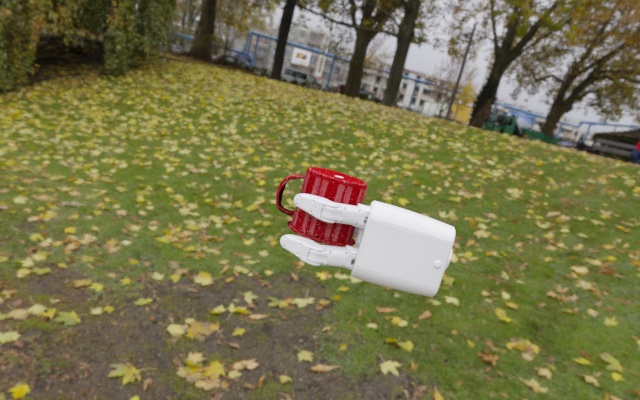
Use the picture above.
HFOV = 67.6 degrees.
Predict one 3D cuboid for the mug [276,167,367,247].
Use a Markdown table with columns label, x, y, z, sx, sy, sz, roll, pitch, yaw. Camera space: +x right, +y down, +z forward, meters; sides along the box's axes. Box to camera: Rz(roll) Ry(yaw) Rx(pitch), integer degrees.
| label | x | y | z | sx | sy | sz | roll | pitch | yaw |
| --- | --- | --- | --- | --- | --- | --- | --- | --- | --- |
| mug | -0.001 | 0.001 | 0.621 | 0.117 | 0.081 | 0.093 | 16 | 10 | 3 |
